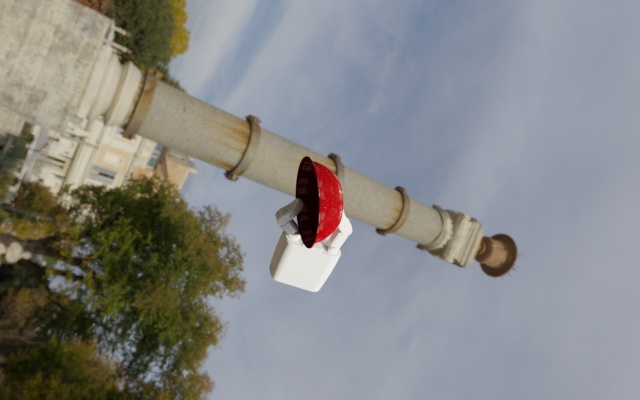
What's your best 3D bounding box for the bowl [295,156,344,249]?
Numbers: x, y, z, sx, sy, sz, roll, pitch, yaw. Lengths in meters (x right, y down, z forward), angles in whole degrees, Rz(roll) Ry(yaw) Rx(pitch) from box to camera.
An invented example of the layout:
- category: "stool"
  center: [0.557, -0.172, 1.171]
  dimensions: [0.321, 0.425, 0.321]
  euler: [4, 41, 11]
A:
- category: "bowl"
  center: [0.001, 0.002, 0.837]
  dimensions: [0.055, 0.162, 0.162]
  euler: [-2, 0, -16]
